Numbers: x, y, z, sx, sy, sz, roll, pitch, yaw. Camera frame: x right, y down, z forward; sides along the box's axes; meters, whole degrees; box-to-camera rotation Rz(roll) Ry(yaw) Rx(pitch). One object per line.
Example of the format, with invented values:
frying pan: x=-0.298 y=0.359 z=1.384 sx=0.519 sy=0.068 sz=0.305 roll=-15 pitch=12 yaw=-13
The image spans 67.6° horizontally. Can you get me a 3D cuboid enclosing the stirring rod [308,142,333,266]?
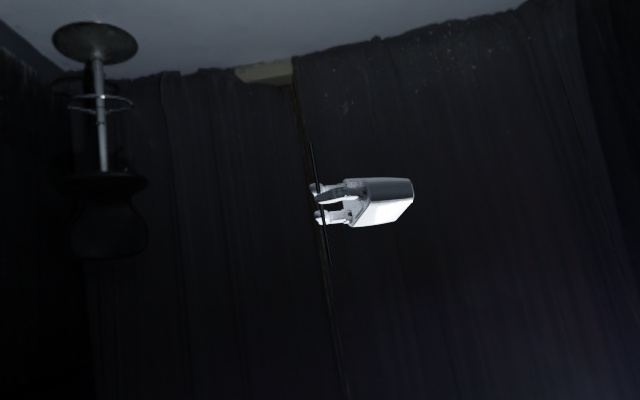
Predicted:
stirring rod: x=0.000 y=0.003 z=0.899 sx=0.011 sy=0.239 sz=0.011 roll=-9 pitch=-13 yaw=-2
